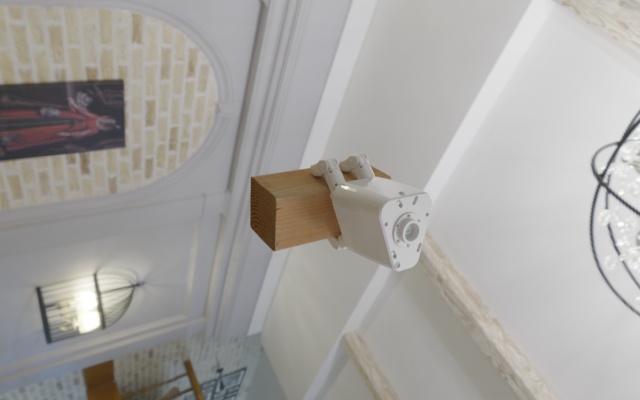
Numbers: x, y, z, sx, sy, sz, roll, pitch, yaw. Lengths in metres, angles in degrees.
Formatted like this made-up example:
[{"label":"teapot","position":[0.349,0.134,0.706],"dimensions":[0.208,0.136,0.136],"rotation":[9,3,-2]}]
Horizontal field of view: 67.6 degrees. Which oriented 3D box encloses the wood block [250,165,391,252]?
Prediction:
[{"label":"wood block","position":[0.000,0.003,0.760],"dimensions":[0.206,0.091,0.090],"rotation":[-11,28,-30]}]
